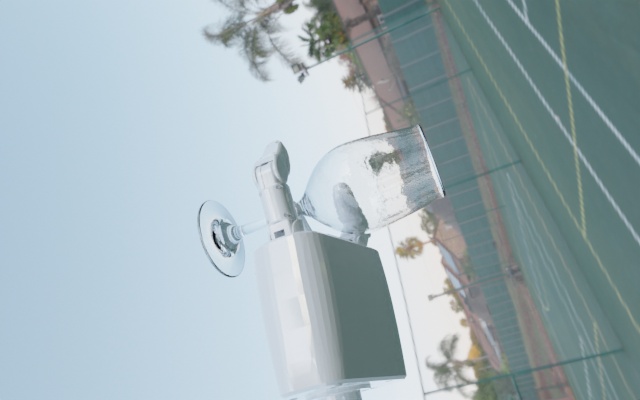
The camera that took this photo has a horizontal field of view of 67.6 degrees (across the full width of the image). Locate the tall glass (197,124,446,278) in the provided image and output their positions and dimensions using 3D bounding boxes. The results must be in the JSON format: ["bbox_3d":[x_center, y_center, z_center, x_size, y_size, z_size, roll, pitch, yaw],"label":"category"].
[{"bbox_3d":[-0.001,0.001,0.408,0.201,0.079,0.079,-21,-6,15],"label":"tall glass"}]
